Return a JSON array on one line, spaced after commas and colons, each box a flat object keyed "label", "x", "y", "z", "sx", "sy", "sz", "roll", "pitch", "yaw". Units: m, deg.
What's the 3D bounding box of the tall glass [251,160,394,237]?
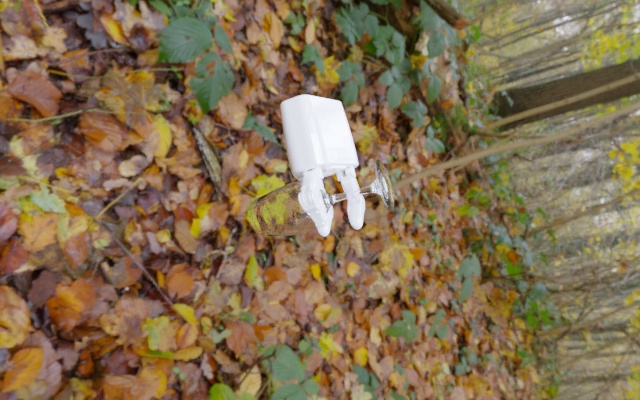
[{"label": "tall glass", "x": 0.001, "y": 0.002, "z": 0.698, "sx": 0.201, "sy": 0.079, "sz": 0.079, "roll": -15, "pitch": -5, "yaw": 20}]
